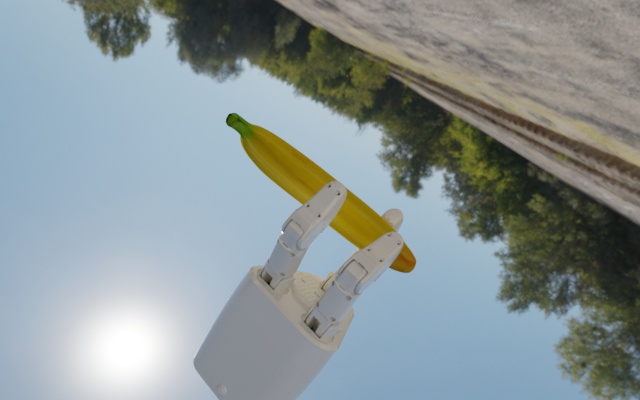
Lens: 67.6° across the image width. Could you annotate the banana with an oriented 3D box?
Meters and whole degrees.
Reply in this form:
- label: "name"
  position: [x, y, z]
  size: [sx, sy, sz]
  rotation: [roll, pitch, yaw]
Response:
- label: "banana"
  position: [0.000, -0.004, 0.420]
  size: [0.198, 0.037, 0.069]
  rotation: [38, 12, -1]
